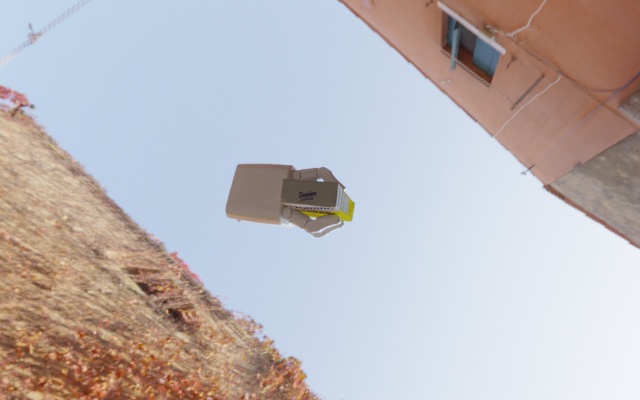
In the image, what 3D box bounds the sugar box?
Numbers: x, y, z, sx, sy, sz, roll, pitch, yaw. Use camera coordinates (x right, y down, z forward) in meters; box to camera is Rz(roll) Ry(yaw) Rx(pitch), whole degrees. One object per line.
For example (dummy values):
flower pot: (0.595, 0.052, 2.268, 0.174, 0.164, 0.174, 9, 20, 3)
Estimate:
sugar box: (0.000, 0.003, 0.824, 0.093, 0.048, 0.176, 5, -6, 14)
